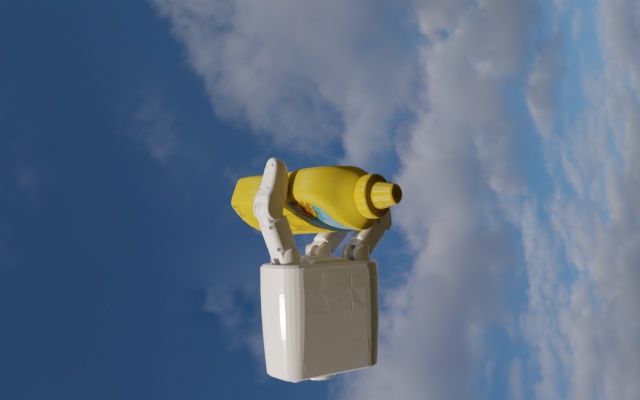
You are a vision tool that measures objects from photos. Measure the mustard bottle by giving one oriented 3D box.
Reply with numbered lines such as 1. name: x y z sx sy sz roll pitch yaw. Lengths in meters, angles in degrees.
1. mustard bottle: 0.000 0.001 0.487 0.191 0.058 0.096 -5 -29 45
